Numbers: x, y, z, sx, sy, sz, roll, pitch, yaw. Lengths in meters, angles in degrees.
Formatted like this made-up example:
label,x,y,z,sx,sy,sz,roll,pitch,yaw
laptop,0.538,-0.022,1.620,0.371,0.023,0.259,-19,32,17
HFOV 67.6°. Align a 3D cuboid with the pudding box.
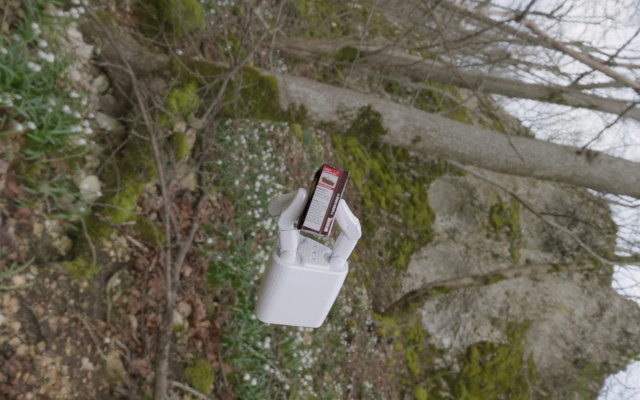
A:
label,x,y,z,sx,sy,sz,roll,pitch,yaw
pudding box,0.000,0.002,0.645,0.039,0.090,0.113,19,-5,-7
